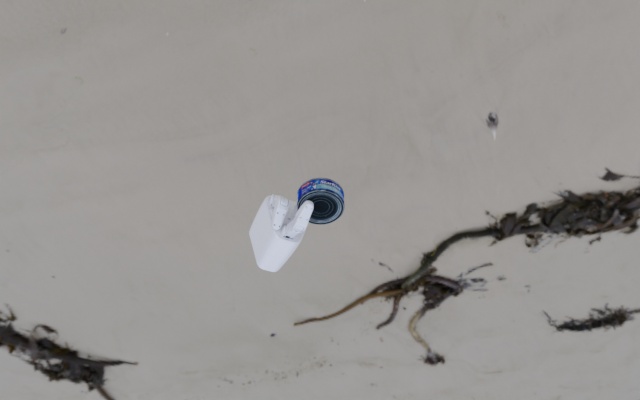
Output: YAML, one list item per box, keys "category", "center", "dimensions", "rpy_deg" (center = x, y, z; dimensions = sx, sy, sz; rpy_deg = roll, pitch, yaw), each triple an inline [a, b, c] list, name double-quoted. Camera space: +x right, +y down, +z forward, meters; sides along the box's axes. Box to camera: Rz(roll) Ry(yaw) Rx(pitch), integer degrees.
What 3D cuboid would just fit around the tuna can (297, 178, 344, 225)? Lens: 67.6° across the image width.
- category: "tuna can"
  center: [0.000, 0.003, 0.850]
  dimensions: [0.086, 0.086, 0.033]
  rpy_deg: [0, 42, 0]
